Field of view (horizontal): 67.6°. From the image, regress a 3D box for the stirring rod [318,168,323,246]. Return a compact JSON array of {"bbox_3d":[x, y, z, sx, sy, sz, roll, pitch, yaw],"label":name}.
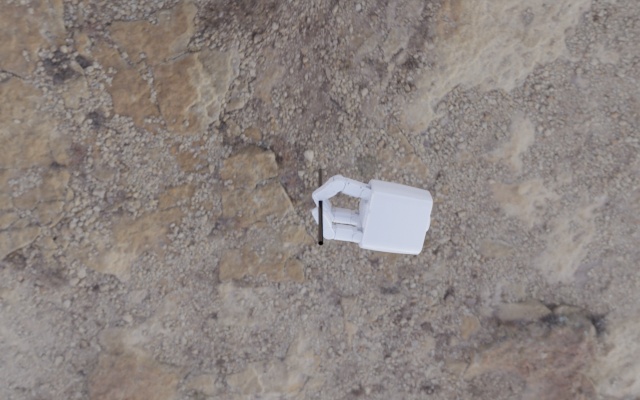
[{"bbox_3d":[0.000,0.003,0.806,0.011,0.011,0.239,0,30,0],"label":"stirring rod"}]
